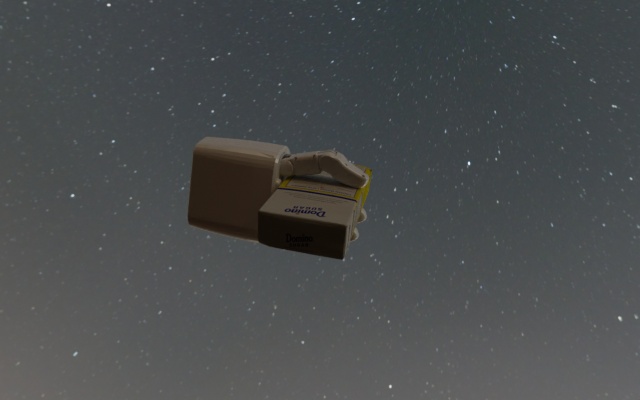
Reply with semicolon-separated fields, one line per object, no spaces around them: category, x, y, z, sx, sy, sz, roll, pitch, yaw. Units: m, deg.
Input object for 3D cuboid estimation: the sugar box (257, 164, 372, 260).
sugar box;0.000;0.002;0.547;0.093;0.048;0.176;10;27;11
